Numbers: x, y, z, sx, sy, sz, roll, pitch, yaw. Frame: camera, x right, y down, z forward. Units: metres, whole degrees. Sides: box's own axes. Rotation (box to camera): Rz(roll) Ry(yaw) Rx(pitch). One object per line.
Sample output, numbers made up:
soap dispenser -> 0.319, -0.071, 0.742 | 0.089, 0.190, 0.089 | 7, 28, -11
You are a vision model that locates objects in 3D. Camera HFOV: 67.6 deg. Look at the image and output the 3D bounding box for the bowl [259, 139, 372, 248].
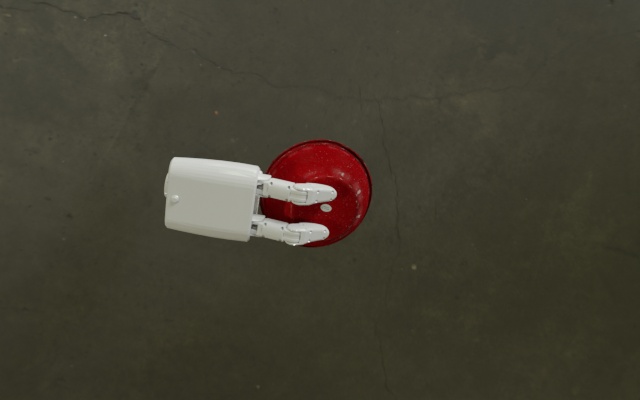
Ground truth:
bowl -> 0.002, 0.002, 0.647 | 0.162, 0.162, 0.055 | 0, 21, -13
